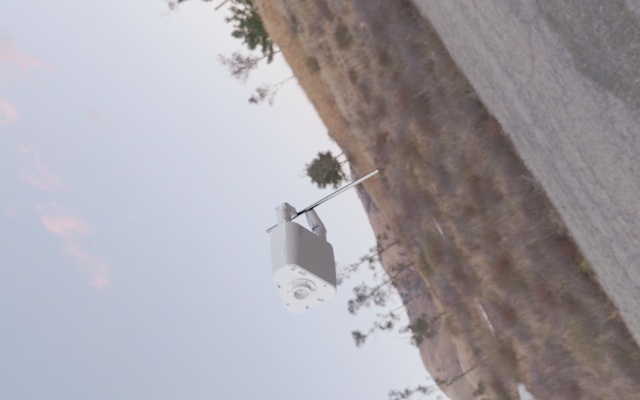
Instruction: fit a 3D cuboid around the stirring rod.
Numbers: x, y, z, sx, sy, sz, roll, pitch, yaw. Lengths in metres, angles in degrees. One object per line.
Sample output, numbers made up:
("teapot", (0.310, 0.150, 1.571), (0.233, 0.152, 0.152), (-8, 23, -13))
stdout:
("stirring rod", (0.000, 0.003, 0.876), (0.239, 0.011, 0.011), (-29, -8, 15))
